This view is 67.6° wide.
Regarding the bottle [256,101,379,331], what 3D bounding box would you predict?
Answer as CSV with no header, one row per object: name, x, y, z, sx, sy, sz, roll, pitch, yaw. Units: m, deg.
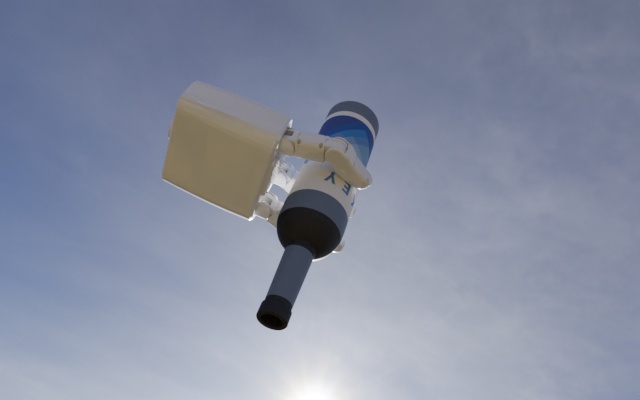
bottle,0.000,0.001,0.492,0.069,0.069,0.295,0,41,21
